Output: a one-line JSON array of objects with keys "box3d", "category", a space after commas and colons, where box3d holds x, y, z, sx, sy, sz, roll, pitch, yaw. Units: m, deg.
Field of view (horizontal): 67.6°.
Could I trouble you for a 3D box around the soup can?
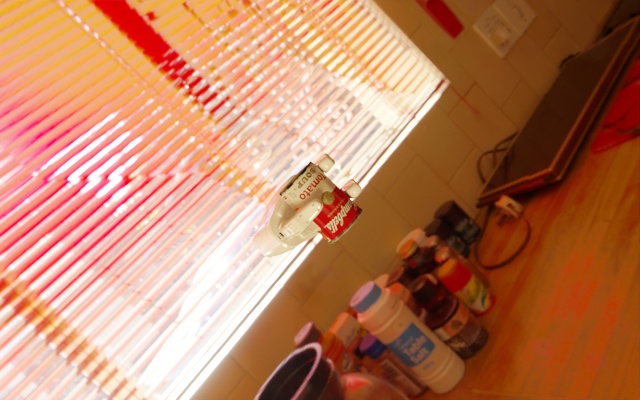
[{"box3d": [0.000, 0.002, 0.678, 0.102, 0.068, 0.068, 44, -6, -6], "category": "soup can"}]
